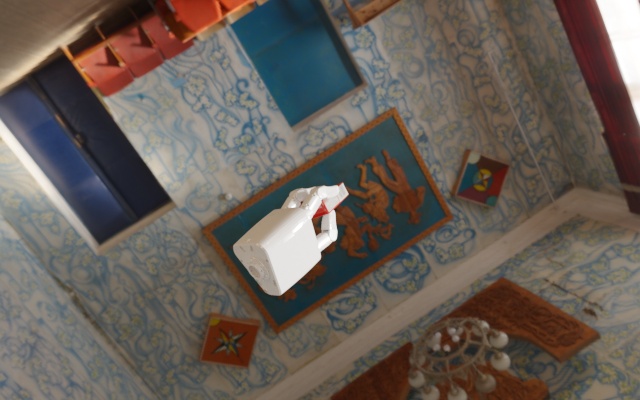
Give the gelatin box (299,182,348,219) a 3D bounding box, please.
[{"bbox_3d":[0.001,0.003,0.896,0.073,0.030,0.089,-17,15,36],"label":"gelatin box"}]
